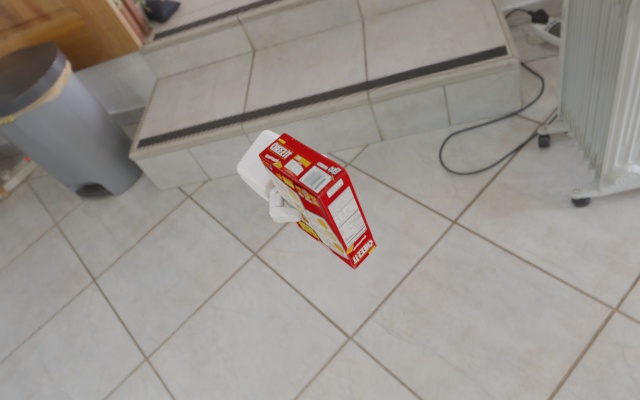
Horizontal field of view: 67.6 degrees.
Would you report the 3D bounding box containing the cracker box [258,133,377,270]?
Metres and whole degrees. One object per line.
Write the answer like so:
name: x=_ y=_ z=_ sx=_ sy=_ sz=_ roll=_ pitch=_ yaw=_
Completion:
cracker box: x=0.000 y=0.003 z=0.828 sx=0.164 sy=0.072 sz=0.214 roll=35 pitch=-19 yaw=39
